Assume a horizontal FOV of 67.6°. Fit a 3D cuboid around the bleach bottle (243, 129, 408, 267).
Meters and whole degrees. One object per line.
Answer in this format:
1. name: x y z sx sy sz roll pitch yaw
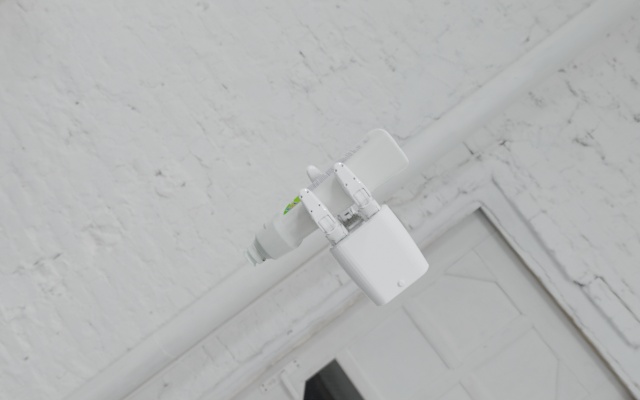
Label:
1. bleach bottle: 0.000 0.002 0.663 0.251 0.068 0.102 -38 6 0
